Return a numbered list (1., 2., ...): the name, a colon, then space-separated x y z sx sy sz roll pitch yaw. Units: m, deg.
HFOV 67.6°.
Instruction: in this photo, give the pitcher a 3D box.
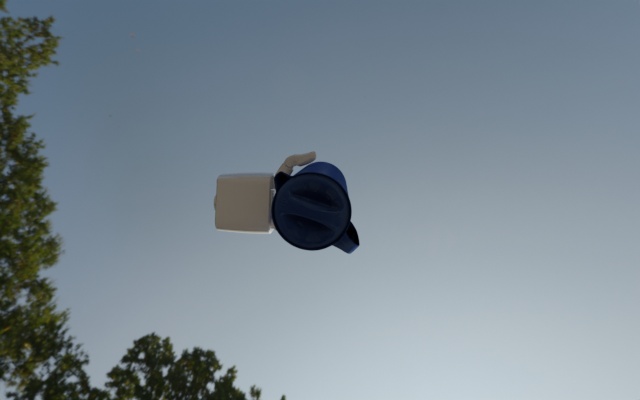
1. pitcher: 0.000 0.003 0.893 0.145 0.149 0.242 0 12 5
